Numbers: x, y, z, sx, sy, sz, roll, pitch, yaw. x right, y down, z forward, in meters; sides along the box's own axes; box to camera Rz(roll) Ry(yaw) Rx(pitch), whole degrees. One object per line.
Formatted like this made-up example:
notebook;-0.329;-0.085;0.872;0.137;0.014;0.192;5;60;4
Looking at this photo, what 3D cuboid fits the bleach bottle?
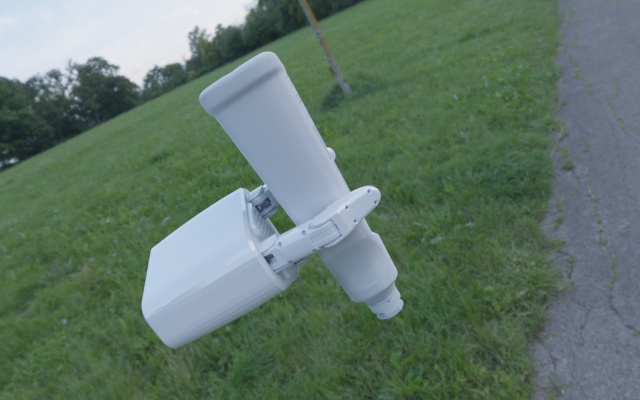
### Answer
bleach bottle;0.000;0.001;0.409;0.068;0.251;0.102;-31;14;5
